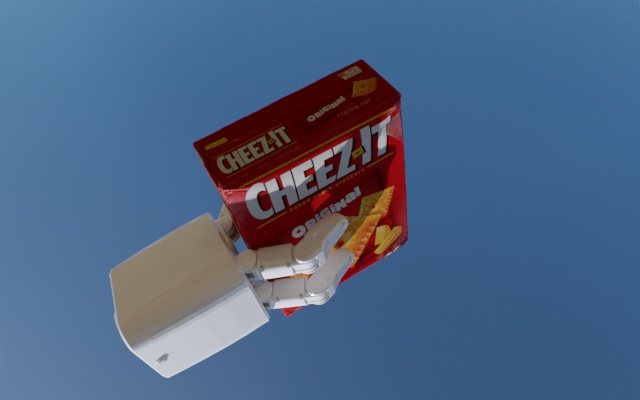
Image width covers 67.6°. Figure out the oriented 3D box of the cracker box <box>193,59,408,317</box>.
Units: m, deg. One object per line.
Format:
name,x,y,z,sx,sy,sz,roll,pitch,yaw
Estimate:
cracker box,0.000,0.001,0.457,0.164,0.072,0.214,-30,-38,-12
